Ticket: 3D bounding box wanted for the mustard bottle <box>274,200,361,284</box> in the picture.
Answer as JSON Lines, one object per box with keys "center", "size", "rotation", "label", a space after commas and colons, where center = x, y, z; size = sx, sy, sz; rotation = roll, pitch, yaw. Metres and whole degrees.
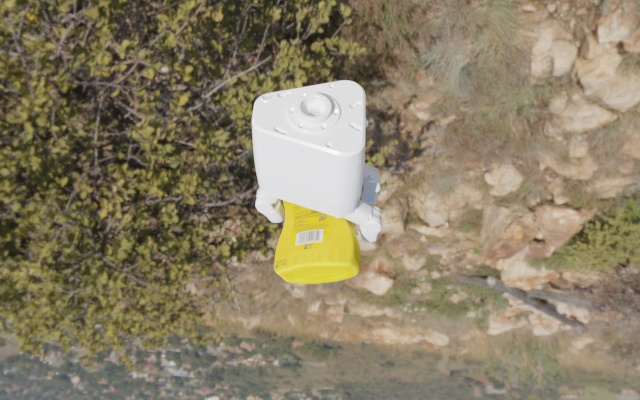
{"center": [0.000, 0.002, 0.581], "size": [0.096, 0.191, 0.058], "rotation": [-10, -34, 21], "label": "mustard bottle"}
